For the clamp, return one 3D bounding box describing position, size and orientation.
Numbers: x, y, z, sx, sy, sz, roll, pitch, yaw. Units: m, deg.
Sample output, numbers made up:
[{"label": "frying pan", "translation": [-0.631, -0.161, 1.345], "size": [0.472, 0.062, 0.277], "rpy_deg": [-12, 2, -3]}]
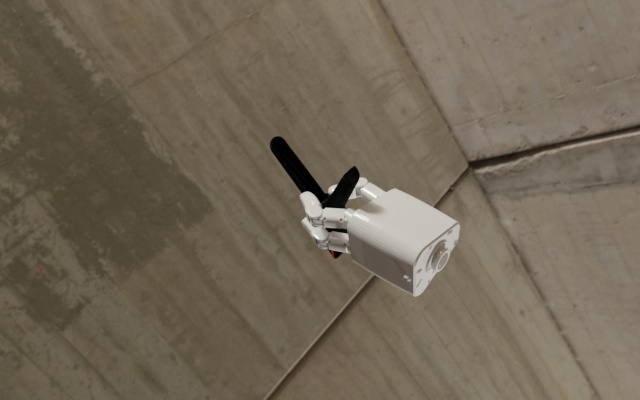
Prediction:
[{"label": "clamp", "translation": [0.001, 0.002, 0.707], "size": [0.036, 0.210, 0.164], "rpy_deg": [-39, 51, -25]}]
